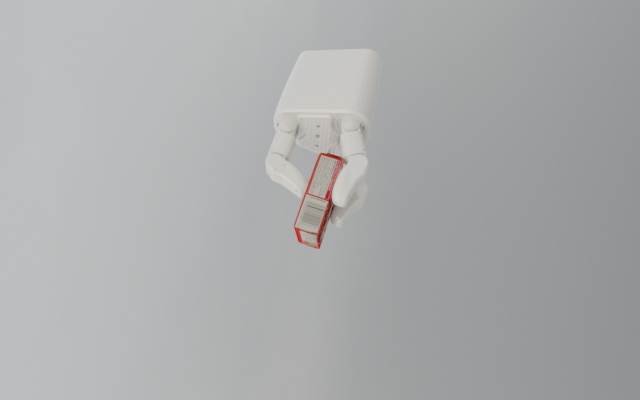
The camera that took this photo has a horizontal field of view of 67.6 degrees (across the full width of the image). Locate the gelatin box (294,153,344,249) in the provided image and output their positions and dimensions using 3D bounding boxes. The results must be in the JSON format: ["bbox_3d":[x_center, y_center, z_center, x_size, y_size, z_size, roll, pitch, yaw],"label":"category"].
[{"bbox_3d":[0.000,0.002,0.523,0.030,0.089,0.073,18,-16,6],"label":"gelatin box"}]
